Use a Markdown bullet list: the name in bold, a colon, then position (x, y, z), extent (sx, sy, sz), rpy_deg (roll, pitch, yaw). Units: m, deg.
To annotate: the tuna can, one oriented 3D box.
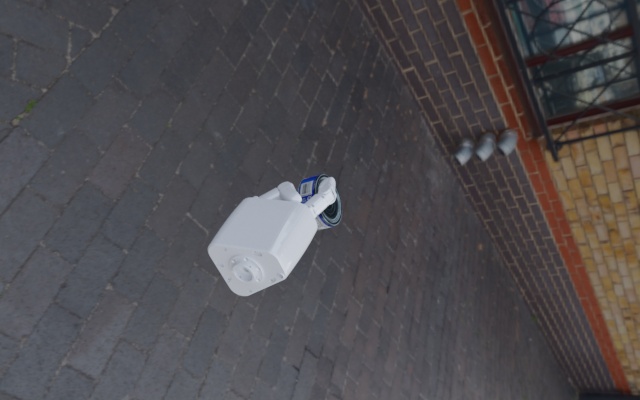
- **tuna can**: position (0.001, 0.002, 0.752), extent (0.034, 0.086, 0.086), rpy_deg (-15, -7, 28)
